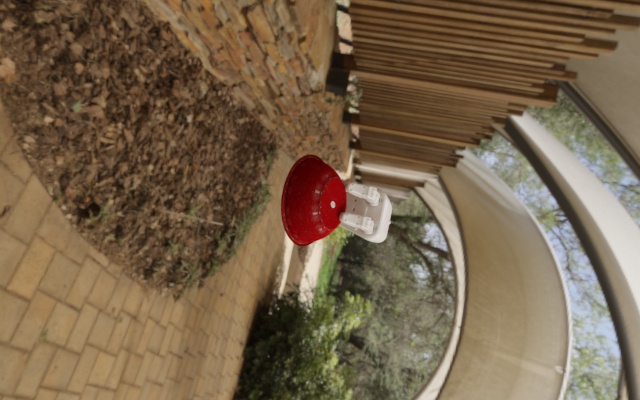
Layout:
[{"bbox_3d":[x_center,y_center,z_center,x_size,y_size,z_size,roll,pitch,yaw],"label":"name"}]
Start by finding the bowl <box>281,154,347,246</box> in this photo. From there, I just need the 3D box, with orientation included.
[{"bbox_3d":[0.000,0.003,0.821,0.055,0.162,0.162,7,4,31],"label":"bowl"}]
